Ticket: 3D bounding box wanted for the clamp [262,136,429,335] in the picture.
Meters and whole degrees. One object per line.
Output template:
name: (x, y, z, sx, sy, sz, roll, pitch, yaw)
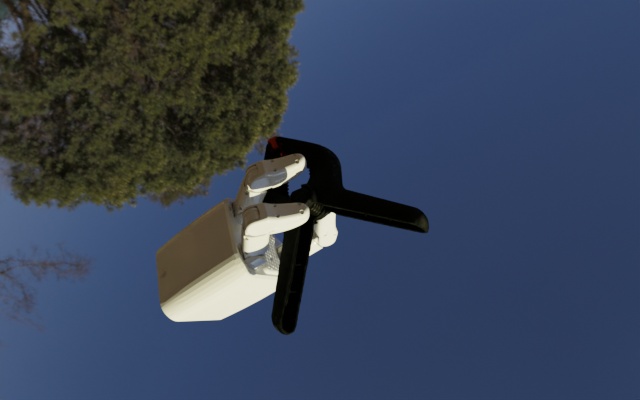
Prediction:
clamp: (0.000, 0.002, 0.465, 0.164, 0.209, 0.036, -33, -40, 14)
